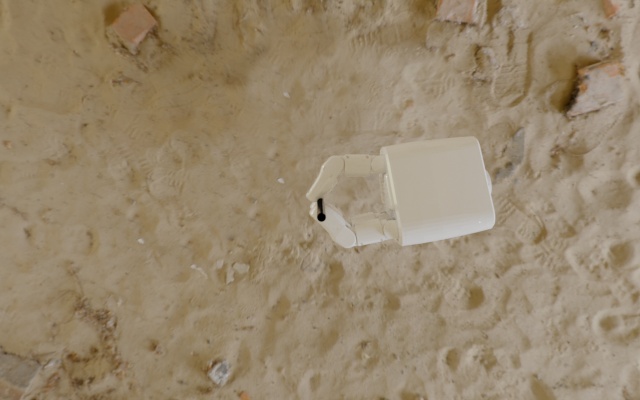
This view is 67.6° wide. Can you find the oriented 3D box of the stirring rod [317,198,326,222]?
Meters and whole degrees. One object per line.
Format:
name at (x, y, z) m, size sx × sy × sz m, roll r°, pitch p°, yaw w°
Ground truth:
stirring rod at (0.000, 0.002, 0.537) m, size 0.011 × 0.011 × 0.239 m, roll 0°, pitch 6°, yaw 0°
